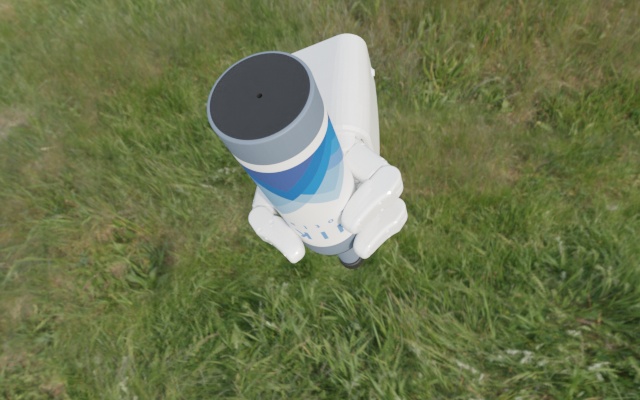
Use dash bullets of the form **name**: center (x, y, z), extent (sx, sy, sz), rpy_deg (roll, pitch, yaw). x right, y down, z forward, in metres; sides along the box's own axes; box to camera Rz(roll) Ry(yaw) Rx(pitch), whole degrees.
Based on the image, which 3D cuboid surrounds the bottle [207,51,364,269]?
- **bottle**: center (0.000, 0.001, 0.405), extent (0.069, 0.069, 0.296), rpy_deg (0, -25, 16)
